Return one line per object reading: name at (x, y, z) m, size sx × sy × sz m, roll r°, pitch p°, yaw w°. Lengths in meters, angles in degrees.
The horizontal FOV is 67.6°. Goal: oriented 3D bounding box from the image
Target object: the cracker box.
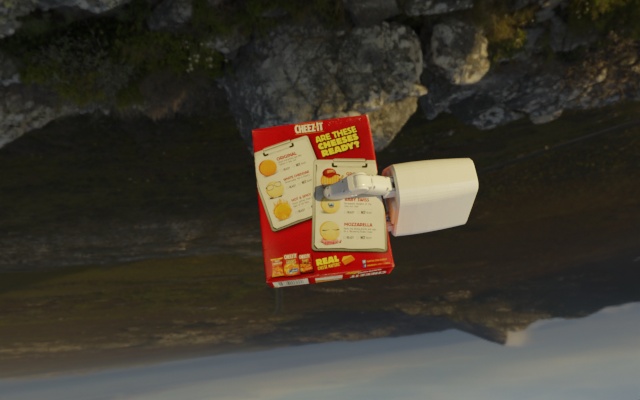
cracker box at (0.000, 0.002, 0.651) m, size 0.164 × 0.213 × 0.072 m, roll -8°, pitch -18°, yaw -1°
